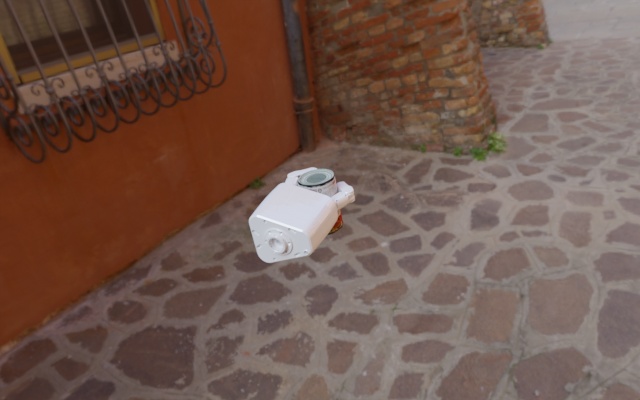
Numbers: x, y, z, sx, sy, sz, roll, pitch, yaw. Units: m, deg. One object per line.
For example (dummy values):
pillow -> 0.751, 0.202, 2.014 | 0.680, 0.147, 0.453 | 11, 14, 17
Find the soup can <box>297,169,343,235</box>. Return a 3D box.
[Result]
soup can -> 0.000, 0.002, 0.855 | 0.068, 0.102, 0.068 | -9, 27, 4
